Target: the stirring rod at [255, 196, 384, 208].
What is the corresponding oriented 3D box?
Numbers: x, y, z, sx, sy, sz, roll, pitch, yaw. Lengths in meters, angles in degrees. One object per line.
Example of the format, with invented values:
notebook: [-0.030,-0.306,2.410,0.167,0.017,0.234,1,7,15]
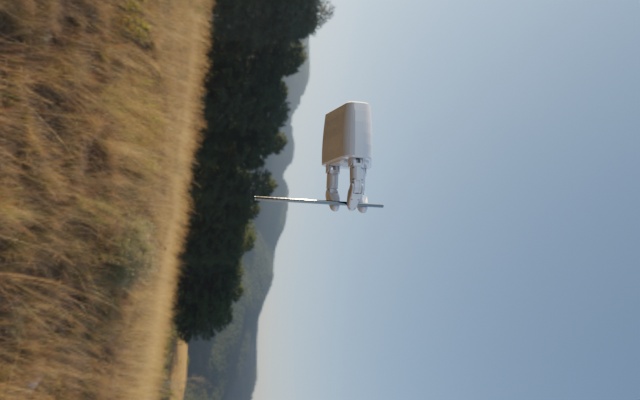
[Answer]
stirring rod: [0.000,0.003,0.877,0.239,0.011,0.011,3,-1,-11]
